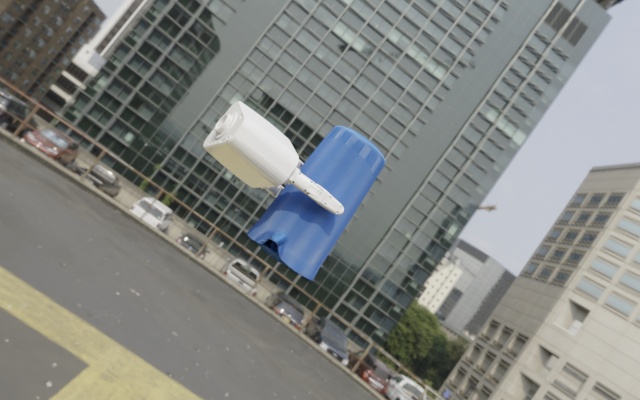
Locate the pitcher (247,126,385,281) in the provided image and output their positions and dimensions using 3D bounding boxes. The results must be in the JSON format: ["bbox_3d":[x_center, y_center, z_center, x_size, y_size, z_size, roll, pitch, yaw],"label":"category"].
[{"bbox_3d":[0.000,0.003,0.805,0.145,0.243,0.149,38,-5,-29],"label":"pitcher"}]
